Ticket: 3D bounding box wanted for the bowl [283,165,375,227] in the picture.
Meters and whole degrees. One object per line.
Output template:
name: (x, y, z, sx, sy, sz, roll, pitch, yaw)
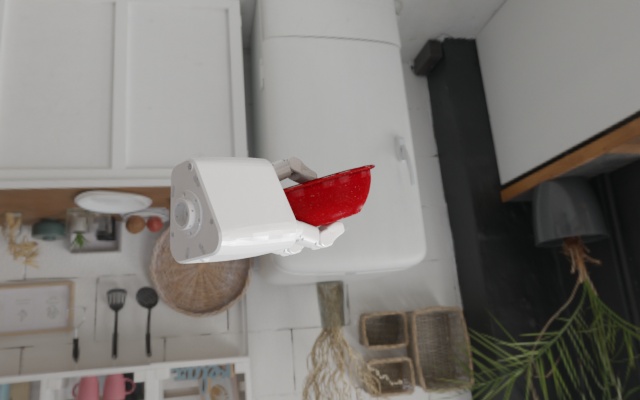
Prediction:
bowl: (0.001, 0.002, 0.621, 0.162, 0.055, 0.162, -17, 0, 0)
